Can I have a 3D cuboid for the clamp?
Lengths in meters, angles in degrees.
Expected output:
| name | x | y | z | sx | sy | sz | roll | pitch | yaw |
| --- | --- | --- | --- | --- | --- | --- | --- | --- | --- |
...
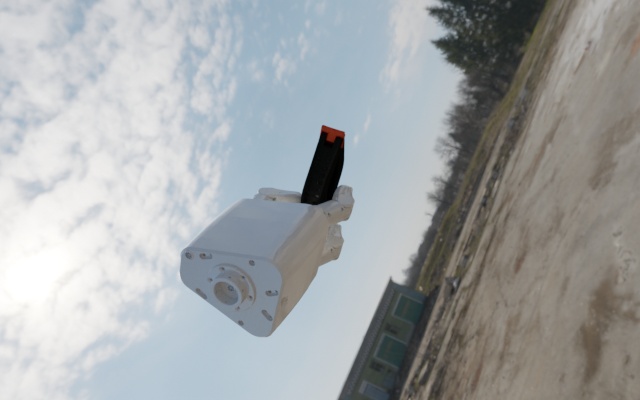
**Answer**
| name | x | y | z | sx | sy | sz | roll | pitch | yaw |
| --- | --- | --- | --- | --- | --- | --- | --- | --- | --- |
| clamp | -0.001 | 0.001 | 0.591 | 0.036 | 0.210 | 0.164 | 19 | 30 | 10 |
